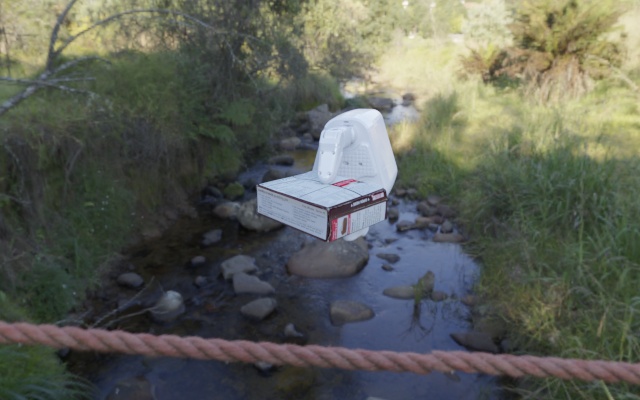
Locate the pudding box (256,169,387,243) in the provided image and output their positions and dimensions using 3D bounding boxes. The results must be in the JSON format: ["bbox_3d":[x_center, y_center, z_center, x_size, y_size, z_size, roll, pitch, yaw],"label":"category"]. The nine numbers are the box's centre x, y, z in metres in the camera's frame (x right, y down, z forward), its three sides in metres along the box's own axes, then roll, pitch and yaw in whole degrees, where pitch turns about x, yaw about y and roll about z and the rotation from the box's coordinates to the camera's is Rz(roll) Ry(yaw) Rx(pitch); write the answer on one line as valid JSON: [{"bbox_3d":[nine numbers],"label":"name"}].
[{"bbox_3d":[0.000,0.001,0.504,0.090,0.039,0.113,-19,25,-40],"label":"pudding box"}]
